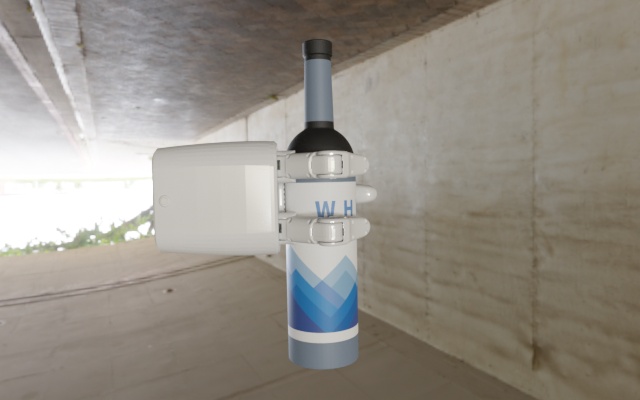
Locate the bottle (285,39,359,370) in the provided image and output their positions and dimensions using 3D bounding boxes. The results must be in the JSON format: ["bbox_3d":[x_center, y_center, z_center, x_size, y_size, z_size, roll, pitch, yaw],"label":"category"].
[{"bbox_3d":[0.000,0.002,0.448,0.069,0.296,0.069,-1,3,0],"label":"bottle"}]
